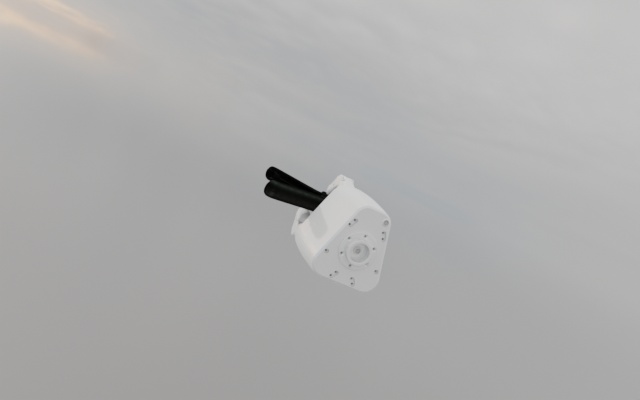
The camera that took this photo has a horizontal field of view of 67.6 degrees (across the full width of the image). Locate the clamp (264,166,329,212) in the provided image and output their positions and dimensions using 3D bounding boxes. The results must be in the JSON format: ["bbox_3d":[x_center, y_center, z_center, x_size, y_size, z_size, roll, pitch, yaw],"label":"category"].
[{"bbox_3d":[0.001,0.002,0.762,0.210,0.036,0.164,24,10,-17],"label":"clamp"}]
